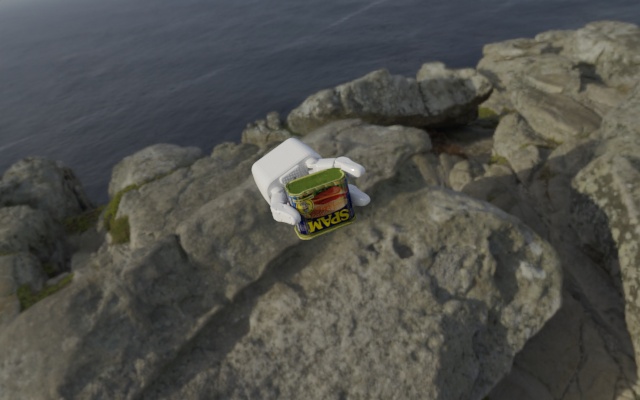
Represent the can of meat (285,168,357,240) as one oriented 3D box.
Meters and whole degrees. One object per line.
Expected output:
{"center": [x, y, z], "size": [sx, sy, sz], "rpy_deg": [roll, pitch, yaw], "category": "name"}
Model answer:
{"center": [0.000, 0.002, 0.764], "size": [0.102, 0.084, 0.057], "rpy_deg": [-20, 30, -10], "category": "can of meat"}
